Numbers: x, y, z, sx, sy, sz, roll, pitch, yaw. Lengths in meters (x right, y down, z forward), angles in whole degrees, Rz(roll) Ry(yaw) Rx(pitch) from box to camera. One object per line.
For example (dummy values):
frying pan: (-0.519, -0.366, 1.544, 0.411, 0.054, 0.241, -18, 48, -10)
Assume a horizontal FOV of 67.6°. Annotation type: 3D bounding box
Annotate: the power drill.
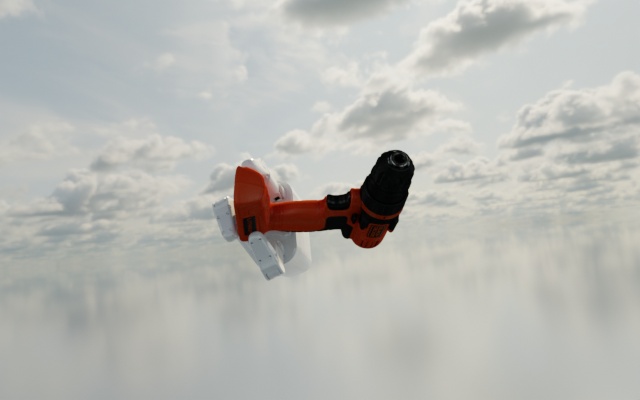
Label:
power drill: (0.000, 0.002, 0.533, 0.187, 0.057, 0.184, 3, -30, -5)
